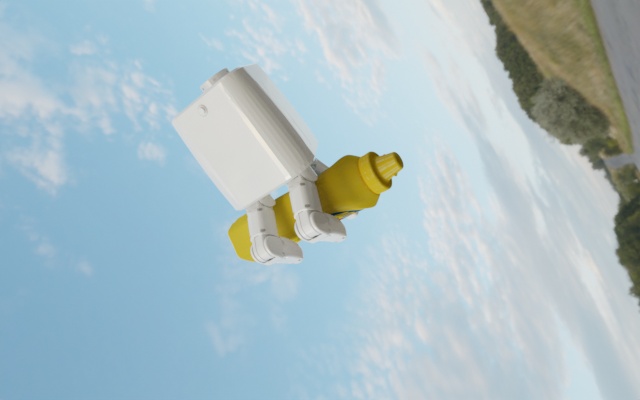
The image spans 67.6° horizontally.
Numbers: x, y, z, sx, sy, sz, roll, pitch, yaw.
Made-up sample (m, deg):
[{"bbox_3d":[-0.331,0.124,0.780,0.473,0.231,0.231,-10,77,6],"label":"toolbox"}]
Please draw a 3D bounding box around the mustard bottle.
[{"bbox_3d":[0.000,0.002,0.492,0.192,0.058,0.096,-29,-9,29],"label":"mustard bottle"}]
